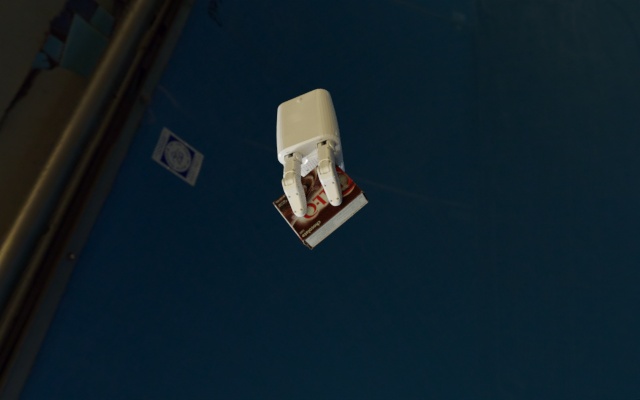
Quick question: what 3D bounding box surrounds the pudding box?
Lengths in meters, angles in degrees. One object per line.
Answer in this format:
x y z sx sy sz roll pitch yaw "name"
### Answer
0.000 0.002 0.703 0.090 0.113 0.039 49 0 37 "pudding box"
